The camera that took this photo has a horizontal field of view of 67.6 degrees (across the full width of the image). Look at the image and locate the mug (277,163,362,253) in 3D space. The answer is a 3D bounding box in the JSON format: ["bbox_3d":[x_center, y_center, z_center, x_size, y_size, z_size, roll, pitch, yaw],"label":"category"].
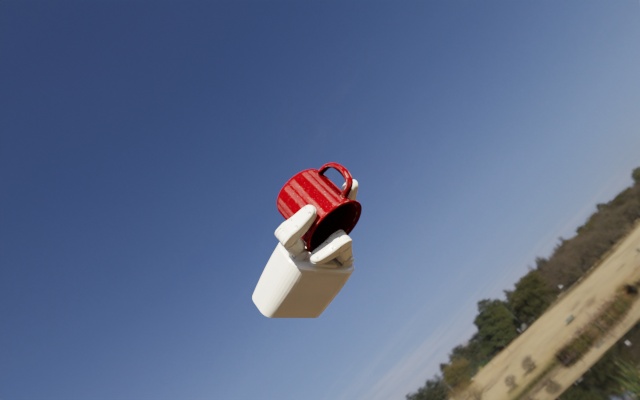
[{"bbox_3d":[0.001,0.001,0.640,0.093,0.117,0.081,-4,42,-50],"label":"mug"}]
